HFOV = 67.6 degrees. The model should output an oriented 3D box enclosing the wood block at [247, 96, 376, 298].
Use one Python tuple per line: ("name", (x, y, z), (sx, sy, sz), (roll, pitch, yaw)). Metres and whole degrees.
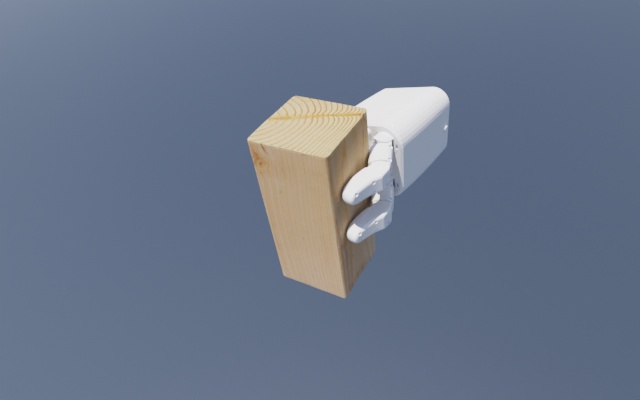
("wood block", (0.000, 0.001, 0.533), (0.091, 0.206, 0.090), (16, 47, 26))
